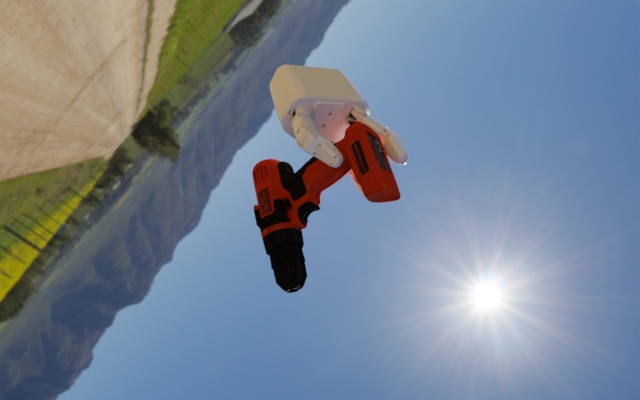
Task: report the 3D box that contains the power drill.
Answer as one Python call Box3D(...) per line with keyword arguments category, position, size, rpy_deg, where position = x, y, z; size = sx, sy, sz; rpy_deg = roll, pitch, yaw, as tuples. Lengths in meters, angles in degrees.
Box3D(category="power drill", position=(0.000, 0.002, 0.591), size=(0.188, 0.184, 0.057), rpy_deg=(-27, -25, 25))
